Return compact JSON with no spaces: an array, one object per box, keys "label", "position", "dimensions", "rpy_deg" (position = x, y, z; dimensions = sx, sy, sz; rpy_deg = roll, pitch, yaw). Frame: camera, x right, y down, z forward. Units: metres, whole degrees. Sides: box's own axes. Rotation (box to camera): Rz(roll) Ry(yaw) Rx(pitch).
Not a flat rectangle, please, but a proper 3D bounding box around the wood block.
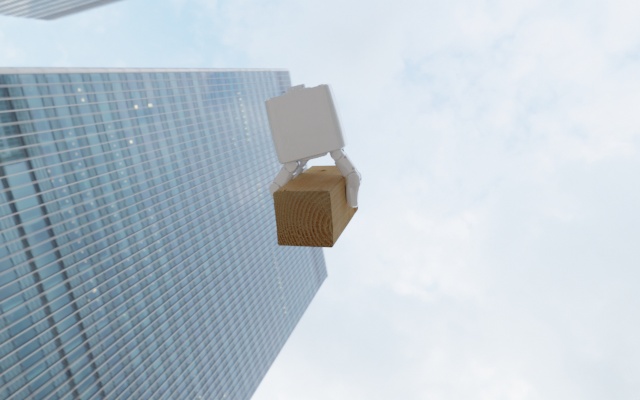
[{"label":"wood block","position":[0.000,0.002,0.808],"dimensions":[0.091,0.090,0.206],"rpy_deg":[0,15,16]}]
